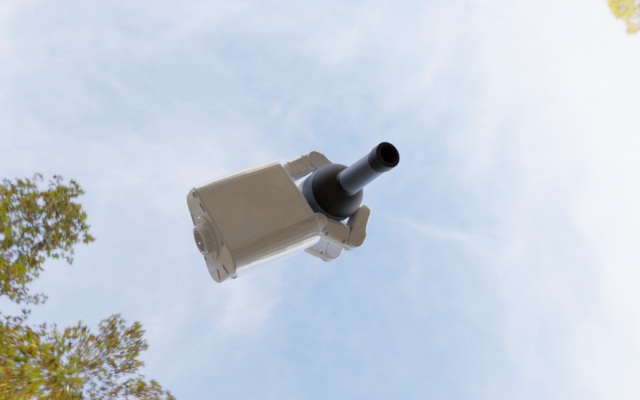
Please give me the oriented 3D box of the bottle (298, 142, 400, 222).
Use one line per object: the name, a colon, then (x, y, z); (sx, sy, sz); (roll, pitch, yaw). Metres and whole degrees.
bottle: (0.000, 0.002, 0.580); (0.069, 0.069, 0.296); (0, -18, -28)
